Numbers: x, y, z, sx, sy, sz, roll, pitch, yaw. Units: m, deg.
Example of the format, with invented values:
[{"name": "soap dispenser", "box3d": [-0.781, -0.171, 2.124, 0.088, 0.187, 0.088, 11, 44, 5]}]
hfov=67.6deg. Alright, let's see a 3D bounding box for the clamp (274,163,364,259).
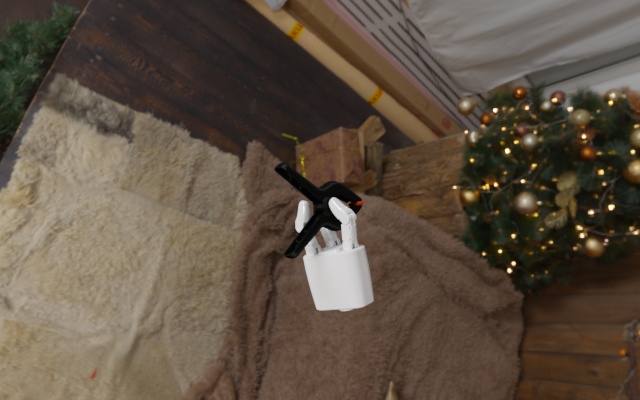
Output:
[{"name": "clamp", "box3d": [0.001, 0.003, 0.880, 0.036, 0.164, 0.210, -6, 6, 46]}]
